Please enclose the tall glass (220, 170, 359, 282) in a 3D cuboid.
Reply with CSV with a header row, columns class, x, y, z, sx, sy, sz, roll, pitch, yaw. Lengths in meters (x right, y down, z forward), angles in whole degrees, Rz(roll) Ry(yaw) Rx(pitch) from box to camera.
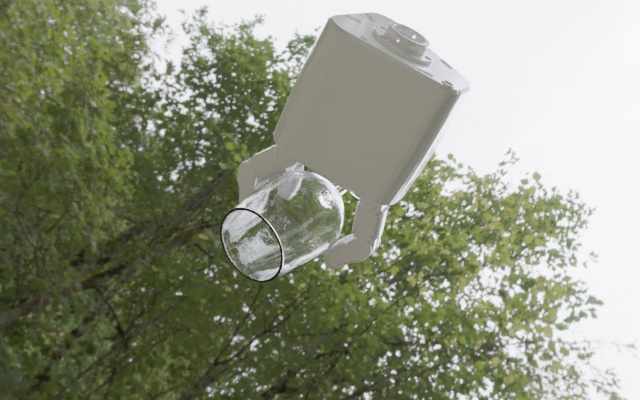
class,x,y,z,sx,sy,sz,roll,pitch,yaw
tall glass,0.000,0.001,0.438,0.079,0.079,0.201,0,20,35
